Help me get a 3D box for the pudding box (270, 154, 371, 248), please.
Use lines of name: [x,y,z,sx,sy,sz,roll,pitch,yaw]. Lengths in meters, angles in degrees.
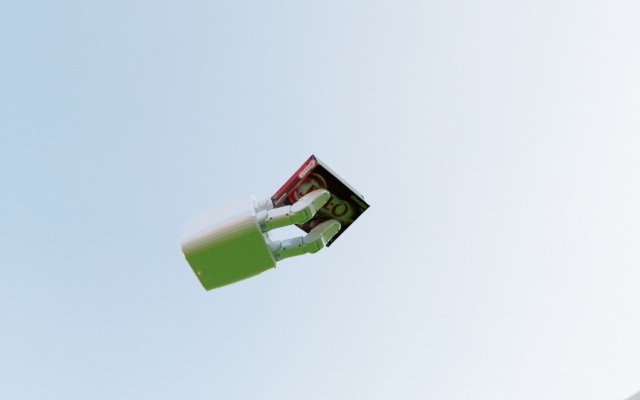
pudding box: [0.000,0.002,0.674,0.113,0.090,0.039,36,16,-33]
